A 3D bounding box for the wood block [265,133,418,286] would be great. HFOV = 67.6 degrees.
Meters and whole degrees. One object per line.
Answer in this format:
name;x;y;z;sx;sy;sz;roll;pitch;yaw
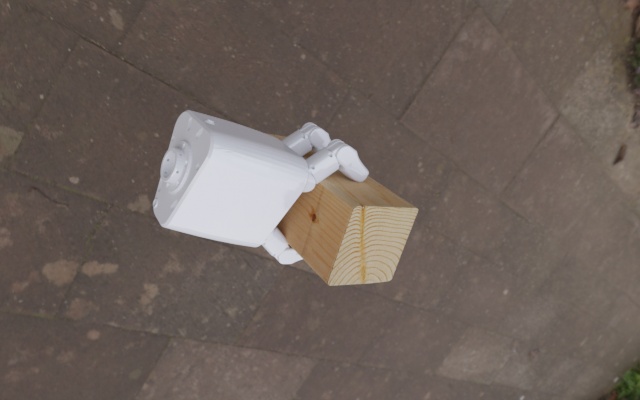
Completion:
wood block;0.000;0.002;0.551;0.090;0.091;0.206;3;24;-36
